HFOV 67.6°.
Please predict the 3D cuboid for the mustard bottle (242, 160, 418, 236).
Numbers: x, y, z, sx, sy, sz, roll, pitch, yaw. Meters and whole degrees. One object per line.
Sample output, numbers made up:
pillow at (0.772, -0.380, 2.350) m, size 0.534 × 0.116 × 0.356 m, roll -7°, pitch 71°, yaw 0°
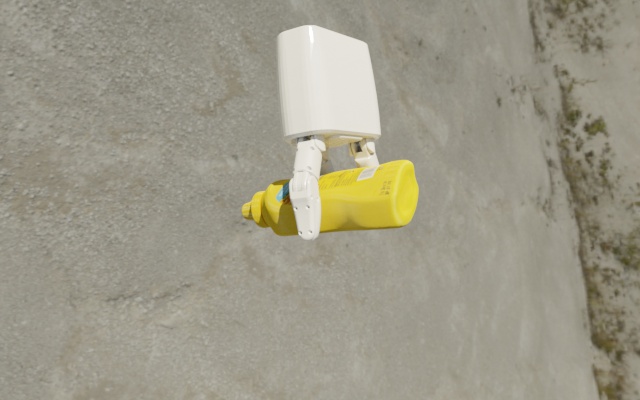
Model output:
mustard bottle at (0.000, 0.002, 0.504) m, size 0.191 × 0.058 × 0.096 m, roll -7°, pitch 23°, yaw 25°
